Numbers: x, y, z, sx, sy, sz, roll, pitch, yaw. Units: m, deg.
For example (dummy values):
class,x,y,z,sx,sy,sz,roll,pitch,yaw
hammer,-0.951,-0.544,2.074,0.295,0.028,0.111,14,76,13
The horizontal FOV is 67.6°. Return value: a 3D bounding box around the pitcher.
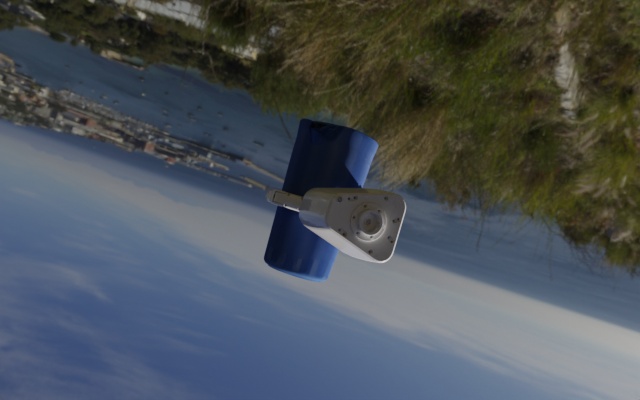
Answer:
class,x,y,z,sx,sy,sz,roll,pitch,yaw
pitcher,0.000,0.003,0.775,0.149,0.243,0.145,19,-4,-20
